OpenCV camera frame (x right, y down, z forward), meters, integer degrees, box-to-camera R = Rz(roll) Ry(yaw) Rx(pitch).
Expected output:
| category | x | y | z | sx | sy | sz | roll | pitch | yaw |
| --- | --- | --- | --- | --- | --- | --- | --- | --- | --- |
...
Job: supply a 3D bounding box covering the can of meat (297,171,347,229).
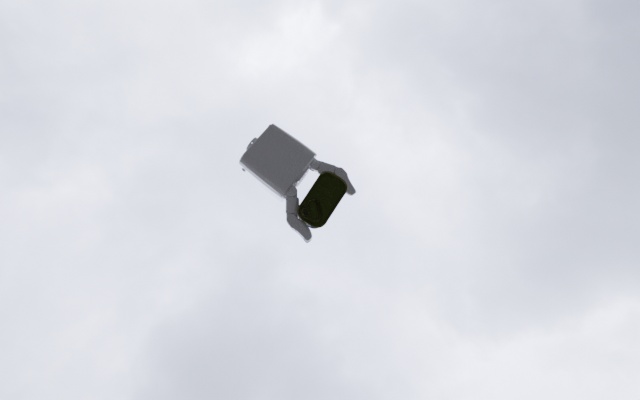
| category | x | y | z | sx | sy | sz | roll | pitch | yaw |
| --- | --- | --- | --- | --- | --- | --- | --- | --- | --- |
| can of meat | 0.000 | 0.003 | 0.886 | 0.057 | 0.102 | 0.084 | 33 | -8 | 0 |
